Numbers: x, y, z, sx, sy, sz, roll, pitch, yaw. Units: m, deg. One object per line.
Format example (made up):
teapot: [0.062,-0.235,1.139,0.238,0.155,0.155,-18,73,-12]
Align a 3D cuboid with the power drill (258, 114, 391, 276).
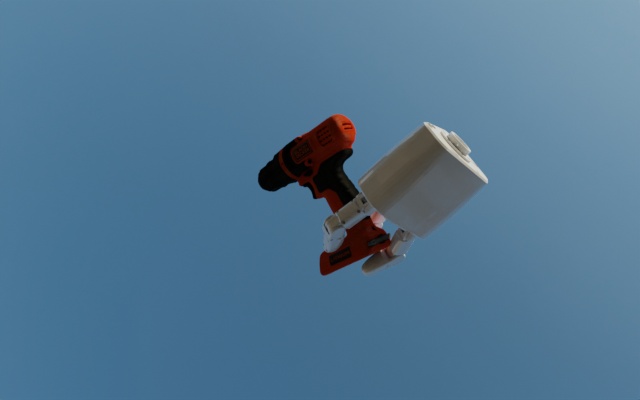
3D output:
power drill: [0.001,0.002,0.647,0.057,0.187,0.184,-18,-9,-46]
